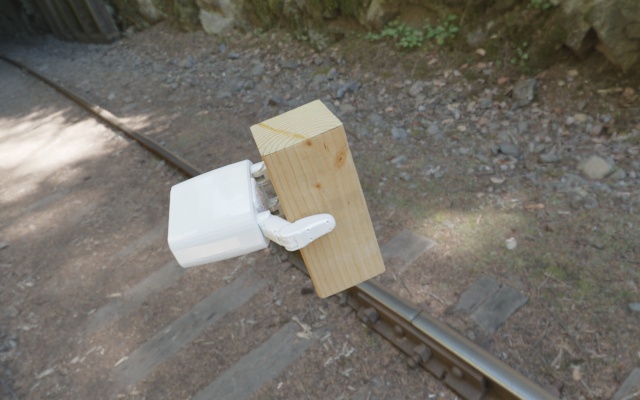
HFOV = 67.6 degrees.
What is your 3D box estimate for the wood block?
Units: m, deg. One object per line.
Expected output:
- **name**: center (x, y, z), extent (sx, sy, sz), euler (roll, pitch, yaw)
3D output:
- **wood block**: center (0.000, 0.002, 0.567), extent (0.090, 0.206, 0.090), euler (-23, 32, -4)
